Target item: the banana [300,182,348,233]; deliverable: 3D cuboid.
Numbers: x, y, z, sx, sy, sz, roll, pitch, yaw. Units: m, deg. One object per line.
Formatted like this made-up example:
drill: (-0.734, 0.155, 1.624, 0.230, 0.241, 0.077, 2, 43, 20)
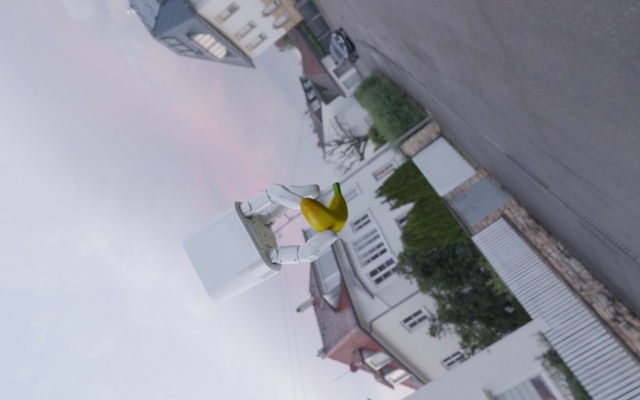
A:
banana: (0.010, 0.018, 0.703, 0.037, 0.069, 0.198, -28, 1, 14)
